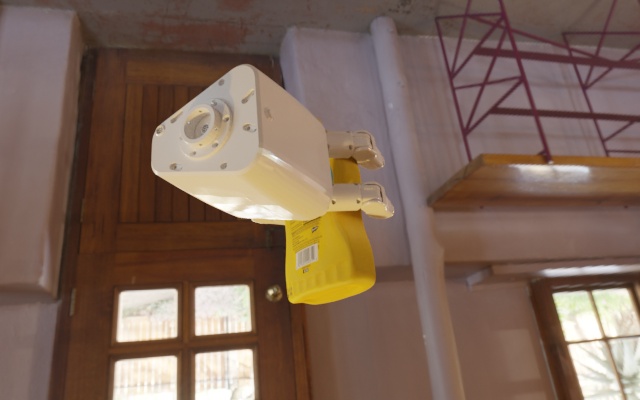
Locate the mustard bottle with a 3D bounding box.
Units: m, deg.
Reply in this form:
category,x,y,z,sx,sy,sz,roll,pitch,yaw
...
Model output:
category,x,y,z,sx,sy,sz,roll,pitch,yaw
mustard bottle,0.000,0.002,0.482,0.058,0.191,0.096,12,-29,-37
